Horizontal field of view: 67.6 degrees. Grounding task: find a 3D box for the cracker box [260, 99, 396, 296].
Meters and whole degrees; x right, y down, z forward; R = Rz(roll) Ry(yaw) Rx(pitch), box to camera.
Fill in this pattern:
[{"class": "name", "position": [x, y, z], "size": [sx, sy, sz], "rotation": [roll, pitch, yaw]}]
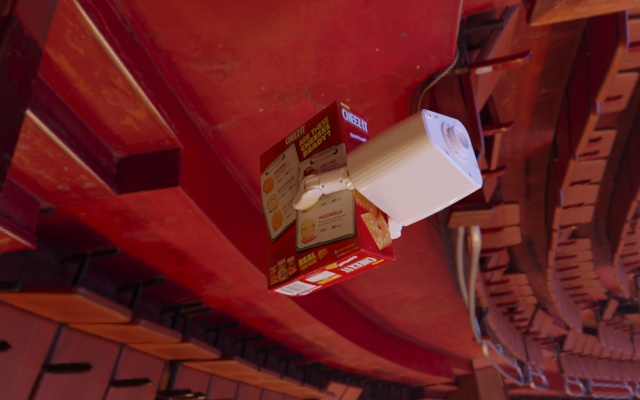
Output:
[{"class": "cracker box", "position": [0.000, 0.002, 0.635], "size": [0.164, 0.213, 0.072], "rotation": [-30, -36, 35]}]
